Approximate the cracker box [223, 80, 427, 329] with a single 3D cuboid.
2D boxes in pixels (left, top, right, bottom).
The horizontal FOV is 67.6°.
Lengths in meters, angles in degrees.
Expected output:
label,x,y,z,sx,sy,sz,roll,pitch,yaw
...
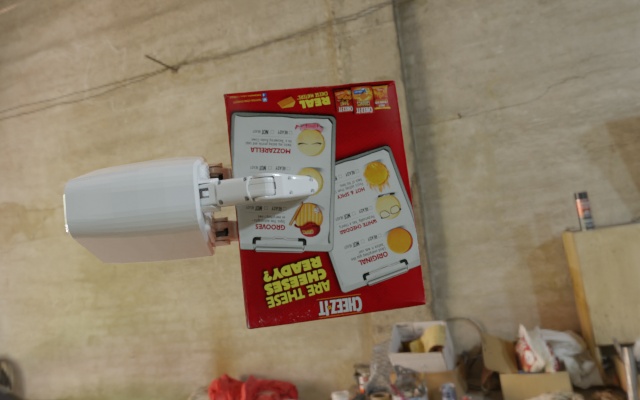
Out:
label,x,y,z,sx,sy,sz,roll,pitch,yaw
cracker box,0.000,0.001,0.462,0.164,0.213,0.072,-6,-6,-6
